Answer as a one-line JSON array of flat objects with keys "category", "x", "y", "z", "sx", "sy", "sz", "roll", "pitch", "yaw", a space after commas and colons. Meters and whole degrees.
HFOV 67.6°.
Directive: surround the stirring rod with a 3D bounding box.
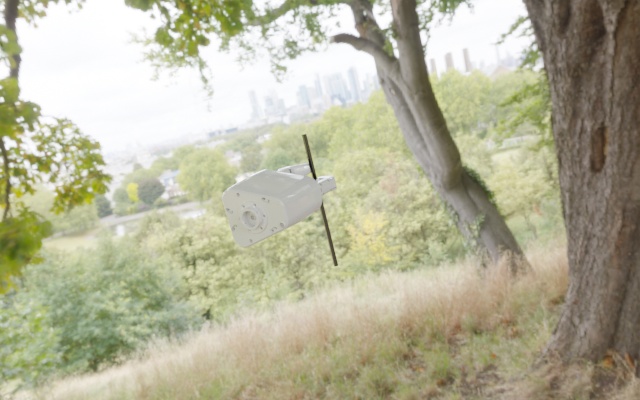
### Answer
[{"category": "stirring rod", "x": 0.000, "y": 0.003, "z": 0.832, "sx": 0.011, "sy": 0.239, "sz": 0.011, "roll": -13, "pitch": 12, "yaw": 3}]
